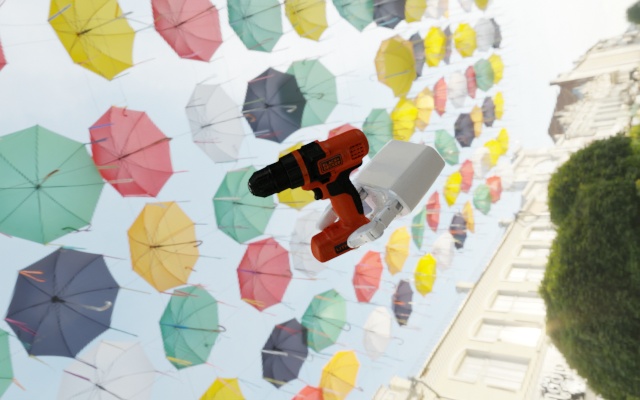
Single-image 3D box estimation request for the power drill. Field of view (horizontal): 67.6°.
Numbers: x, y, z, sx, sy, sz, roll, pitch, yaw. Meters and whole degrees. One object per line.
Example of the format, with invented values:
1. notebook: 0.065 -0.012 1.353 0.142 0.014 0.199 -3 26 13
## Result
1. power drill: 0.000 0.003 0.715 0.184 0.188 0.057 -23 35 -9
